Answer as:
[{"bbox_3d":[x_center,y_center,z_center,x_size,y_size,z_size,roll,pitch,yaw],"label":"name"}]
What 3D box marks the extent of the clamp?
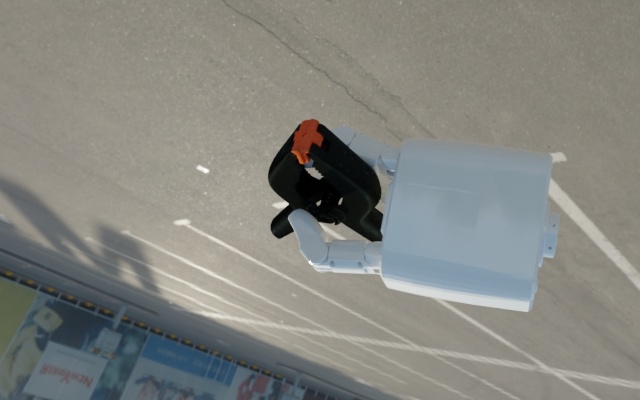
[{"bbox_3d":[0.000,0.002,0.424,0.164,0.036,0.210,6,-26,23],"label":"clamp"}]
